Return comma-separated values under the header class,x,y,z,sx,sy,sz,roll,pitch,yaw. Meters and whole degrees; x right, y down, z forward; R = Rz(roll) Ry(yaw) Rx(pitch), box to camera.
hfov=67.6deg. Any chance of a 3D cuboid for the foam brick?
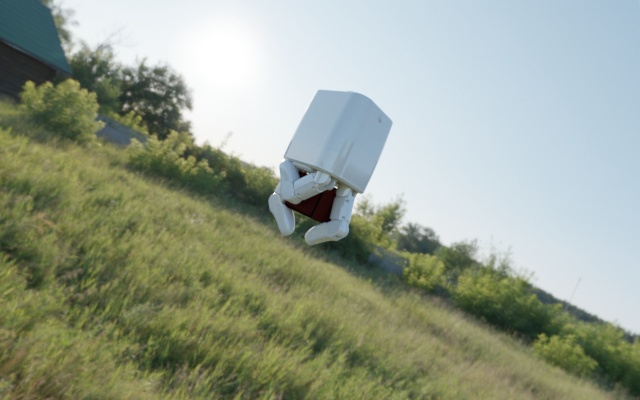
class,x,y,z,sx,sy,sz,roll,pitch,yaw
foam brick,0.000,0.002,0.647,0.053,0.051,0.078,23,-3,36
